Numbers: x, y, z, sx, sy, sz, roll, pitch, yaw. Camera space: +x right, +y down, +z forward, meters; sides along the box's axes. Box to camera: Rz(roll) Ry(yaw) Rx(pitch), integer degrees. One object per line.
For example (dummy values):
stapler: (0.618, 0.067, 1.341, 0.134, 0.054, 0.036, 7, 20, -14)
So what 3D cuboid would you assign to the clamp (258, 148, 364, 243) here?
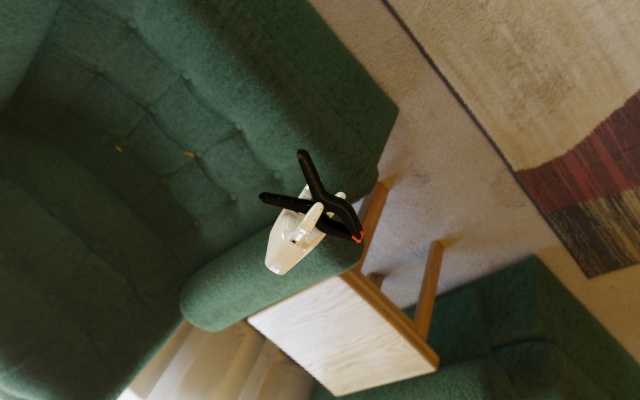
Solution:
clamp: (0.000, 0.004, 0.888, 0.210, 0.036, 0.165, 33, -44, -5)
